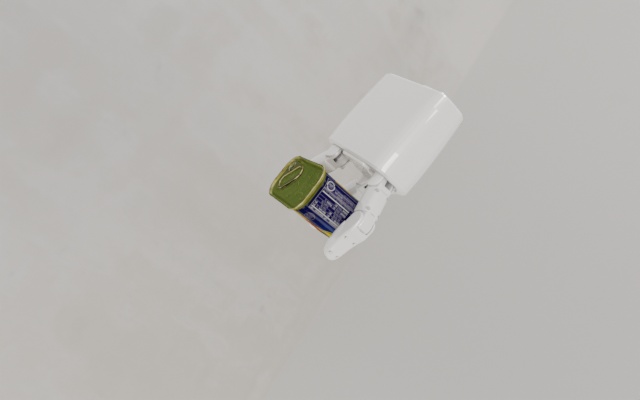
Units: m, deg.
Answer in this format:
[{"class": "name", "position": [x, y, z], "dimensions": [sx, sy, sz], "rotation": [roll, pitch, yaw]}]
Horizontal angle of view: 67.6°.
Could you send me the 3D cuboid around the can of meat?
[{"class": "can of meat", "position": [0.000, 0.002, 0.538], "dimensions": [0.084, 0.057, 0.102], "rotation": [39, -4, -27]}]
